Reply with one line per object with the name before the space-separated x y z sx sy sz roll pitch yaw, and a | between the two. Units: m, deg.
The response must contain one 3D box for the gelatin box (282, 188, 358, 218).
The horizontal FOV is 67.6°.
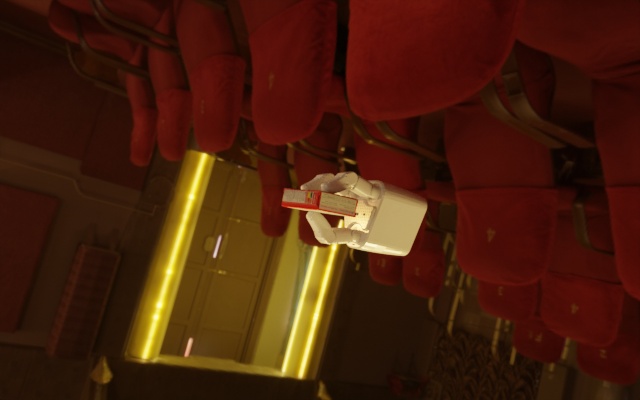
gelatin box | 0.000 0.003 0.698 0.073 0.030 0.089 6 -4 42
